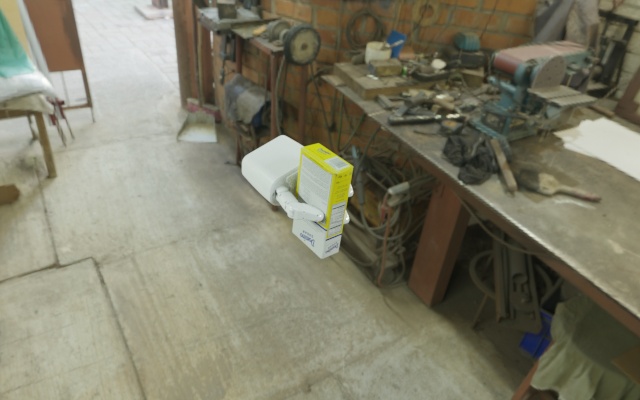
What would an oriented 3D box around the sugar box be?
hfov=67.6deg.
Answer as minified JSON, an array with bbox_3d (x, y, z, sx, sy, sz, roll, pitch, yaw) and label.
[{"bbox_3d":[0.000,0.002,0.814,0.048,0.176,0.093,-21,43,-33],"label":"sugar box"}]
